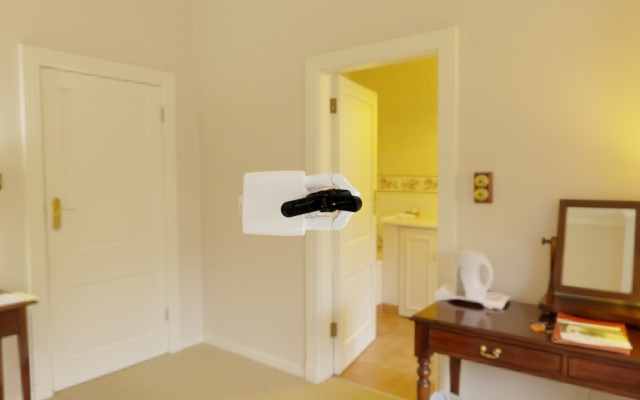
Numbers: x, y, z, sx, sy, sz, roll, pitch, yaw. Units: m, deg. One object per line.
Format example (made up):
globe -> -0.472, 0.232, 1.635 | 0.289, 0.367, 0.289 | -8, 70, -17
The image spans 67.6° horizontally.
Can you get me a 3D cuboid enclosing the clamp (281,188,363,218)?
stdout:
clamp -> 0.000, 0.002, 0.765 | 0.120, 0.039, 0.171 | 0, 3, -1
